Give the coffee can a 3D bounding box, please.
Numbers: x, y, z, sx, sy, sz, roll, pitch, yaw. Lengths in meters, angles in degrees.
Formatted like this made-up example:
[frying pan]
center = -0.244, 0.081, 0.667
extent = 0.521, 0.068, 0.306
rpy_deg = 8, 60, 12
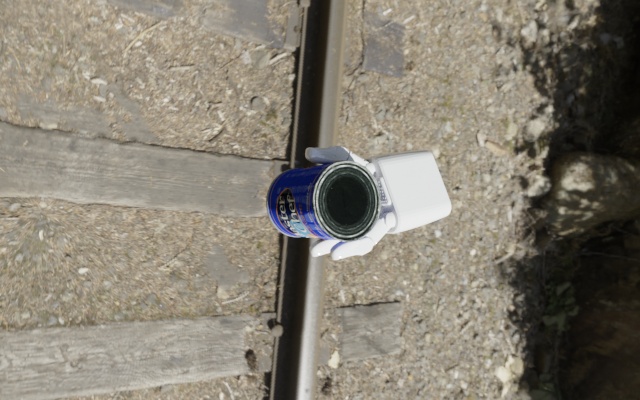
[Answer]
[coffee can]
center = 0.000, 0.002, 0.654
extent = 0.103, 0.103, 0.140
rpy_deg = 0, -1, -30
